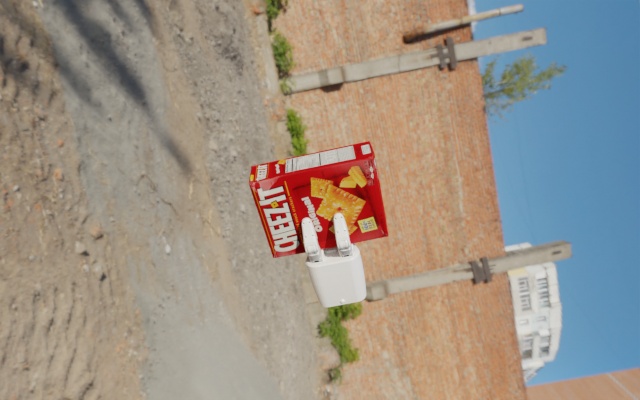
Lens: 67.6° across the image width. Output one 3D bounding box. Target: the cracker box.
[{"bbox_3d":[0.000,0.003,0.835,0.214,0.164,0.072,-12,30,4],"label":"cracker box"}]
